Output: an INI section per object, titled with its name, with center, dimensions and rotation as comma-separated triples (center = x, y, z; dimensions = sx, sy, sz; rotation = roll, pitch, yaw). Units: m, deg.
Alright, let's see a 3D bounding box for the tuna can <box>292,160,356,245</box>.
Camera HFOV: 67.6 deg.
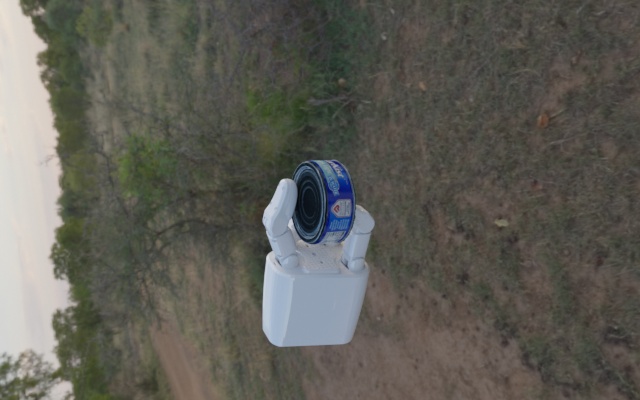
[tuna can]
center = 0.000, 0.002, 0.484
dimensions = 0.034, 0.086, 0.086
rotation = -2, 1, -27
